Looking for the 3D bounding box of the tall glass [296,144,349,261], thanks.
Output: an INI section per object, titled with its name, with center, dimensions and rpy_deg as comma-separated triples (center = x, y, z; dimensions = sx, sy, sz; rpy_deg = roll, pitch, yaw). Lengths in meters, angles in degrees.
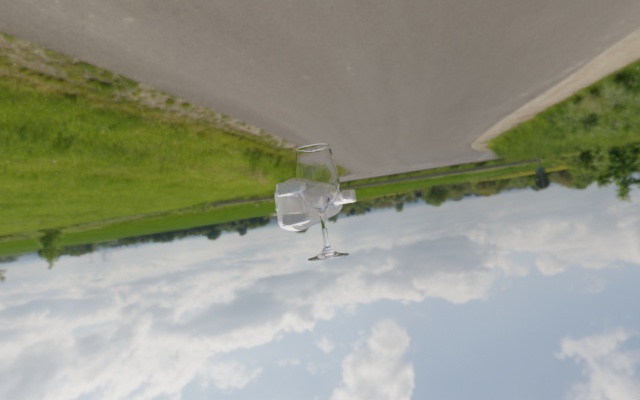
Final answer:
[tall glass]
center = 0.000, 0.003, 0.853
dimensions = 0.079, 0.201, 0.079
rpy_deg = -8, -2, 0
